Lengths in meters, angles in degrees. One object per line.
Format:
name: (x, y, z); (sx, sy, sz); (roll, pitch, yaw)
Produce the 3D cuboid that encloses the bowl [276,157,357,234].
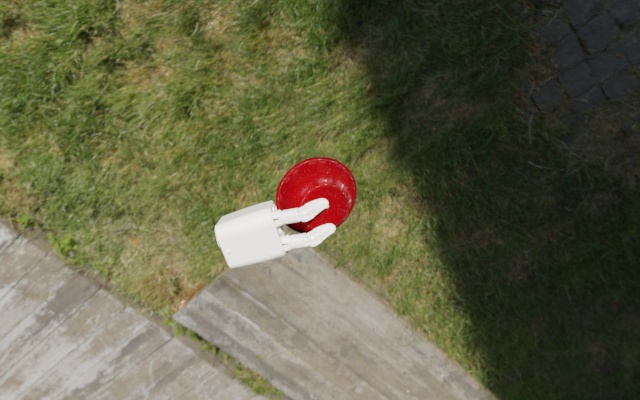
bowl: (0.001, 0.002, 0.890); (0.162, 0.162, 0.055); (0, 24, -17)
